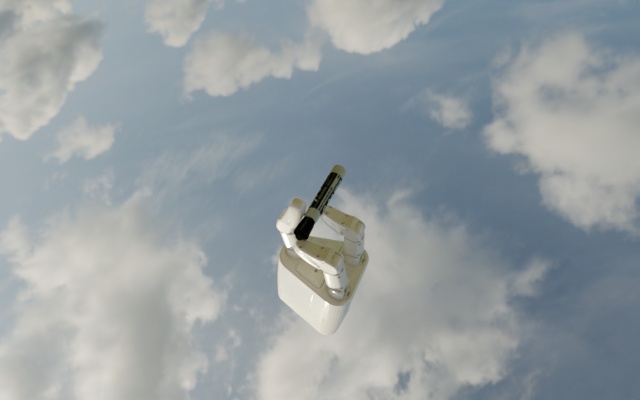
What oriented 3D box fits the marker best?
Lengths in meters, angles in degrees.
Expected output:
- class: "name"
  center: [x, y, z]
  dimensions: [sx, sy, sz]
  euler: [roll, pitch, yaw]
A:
- class: "marker"
  center: [0.000, 0.002, 0.577]
  dimensions: [0.020, 0.020, 0.121]
  euler: [0, 43, 34]
